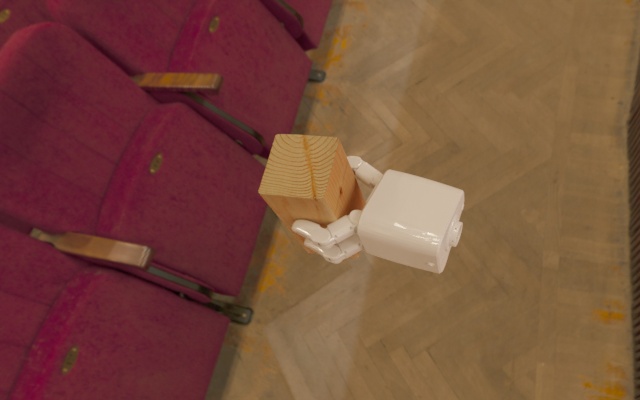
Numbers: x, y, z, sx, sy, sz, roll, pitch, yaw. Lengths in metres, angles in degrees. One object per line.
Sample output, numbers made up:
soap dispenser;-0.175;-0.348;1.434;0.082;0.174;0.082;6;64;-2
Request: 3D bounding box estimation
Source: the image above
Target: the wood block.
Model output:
wood block;0.001;0.002;0.678;0.090;0.090;0.206;6;-25;20
